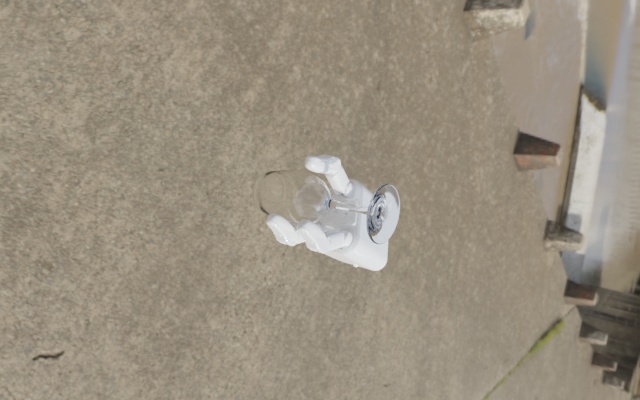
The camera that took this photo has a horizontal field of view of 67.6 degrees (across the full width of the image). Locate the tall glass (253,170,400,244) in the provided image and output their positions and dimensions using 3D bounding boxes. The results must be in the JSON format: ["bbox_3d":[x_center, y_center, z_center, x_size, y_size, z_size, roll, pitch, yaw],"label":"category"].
[{"bbox_3d":[0.001,0.002,0.635,0.201,0.079,0.079,11,7,38],"label":"tall glass"}]
